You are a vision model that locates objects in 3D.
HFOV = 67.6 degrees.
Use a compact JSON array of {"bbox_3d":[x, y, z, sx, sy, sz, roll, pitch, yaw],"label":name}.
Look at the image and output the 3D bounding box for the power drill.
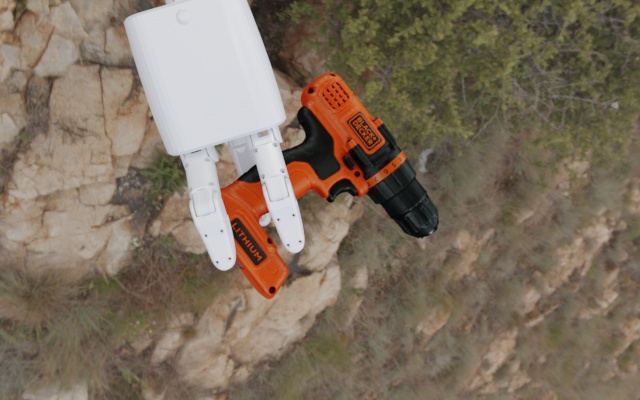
[{"bbox_3d":[0.000,0.001,0.437,0.187,0.184,0.057,-40,3,-18],"label":"power drill"}]
